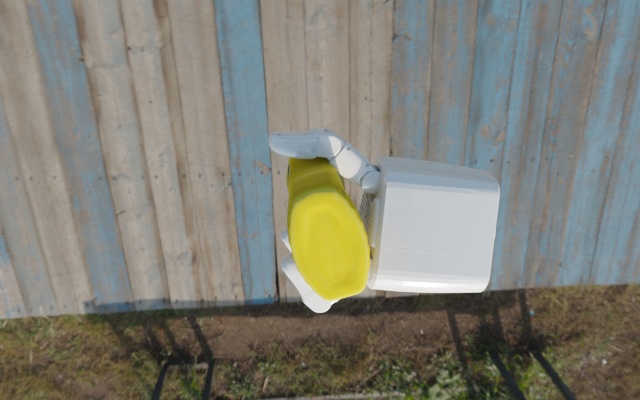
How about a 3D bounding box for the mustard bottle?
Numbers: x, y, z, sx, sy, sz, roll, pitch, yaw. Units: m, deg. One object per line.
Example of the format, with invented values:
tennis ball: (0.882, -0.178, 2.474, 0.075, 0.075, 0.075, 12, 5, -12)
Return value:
mustard bottle: (0.000, 0.002, 0.436, 0.058, 0.096, 0.191, -18, 21, 2)
